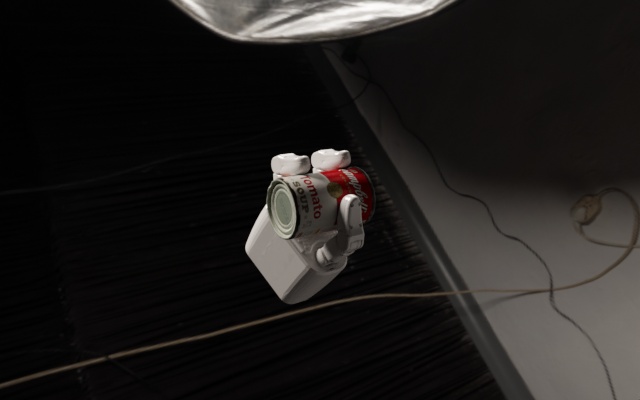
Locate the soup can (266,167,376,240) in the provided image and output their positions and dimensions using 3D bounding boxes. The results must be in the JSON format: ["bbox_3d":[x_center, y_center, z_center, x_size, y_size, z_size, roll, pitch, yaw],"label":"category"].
[{"bbox_3d":[0.000,0.002,0.527,0.102,0.068,0.068,-10,5,-32],"label":"soup can"}]
